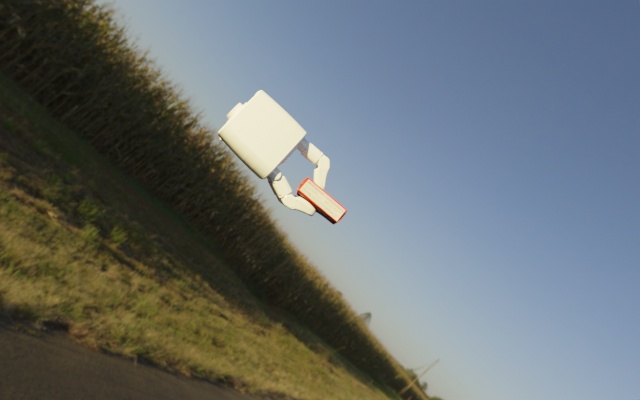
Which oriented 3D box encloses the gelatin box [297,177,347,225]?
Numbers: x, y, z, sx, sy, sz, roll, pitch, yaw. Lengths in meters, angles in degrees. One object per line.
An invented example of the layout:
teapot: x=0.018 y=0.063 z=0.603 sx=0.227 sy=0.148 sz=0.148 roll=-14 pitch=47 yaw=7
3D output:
gelatin box: x=0.001 y=0.003 z=0.816 sx=0.089 sy=0.030 sz=0.073 roll=39 pitch=-7 yaw=0
